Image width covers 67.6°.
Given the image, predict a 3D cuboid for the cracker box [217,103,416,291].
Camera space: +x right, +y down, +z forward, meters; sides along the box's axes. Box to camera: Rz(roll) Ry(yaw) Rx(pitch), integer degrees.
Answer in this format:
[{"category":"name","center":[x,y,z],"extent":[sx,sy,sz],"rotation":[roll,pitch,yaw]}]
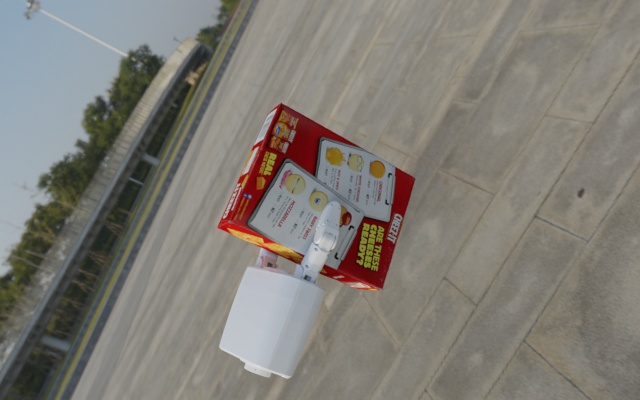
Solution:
[{"category":"cracker box","center":[0.000,0.002,0.615],"extent":[0.214,0.164,0.072],"rotation":[27,-18,-20]}]
